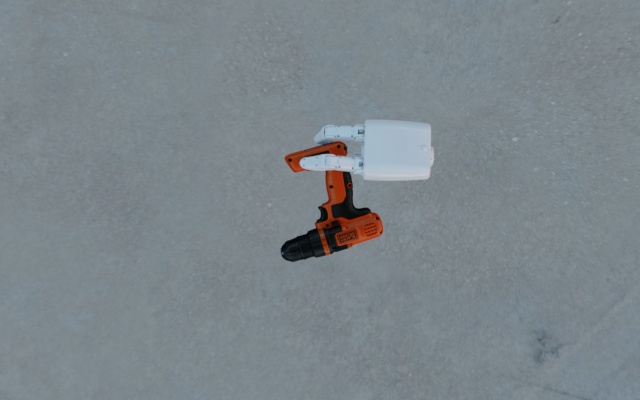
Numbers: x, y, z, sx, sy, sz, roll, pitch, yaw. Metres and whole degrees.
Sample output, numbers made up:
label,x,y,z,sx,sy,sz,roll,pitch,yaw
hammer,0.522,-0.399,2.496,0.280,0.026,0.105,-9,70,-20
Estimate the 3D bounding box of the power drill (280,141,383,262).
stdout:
label,x,y,z,sx,sy,sz,roll,pitch,yaw
power drill,0.000,0.002,0.823,0.184,0.188,0.057,-17,12,-3
